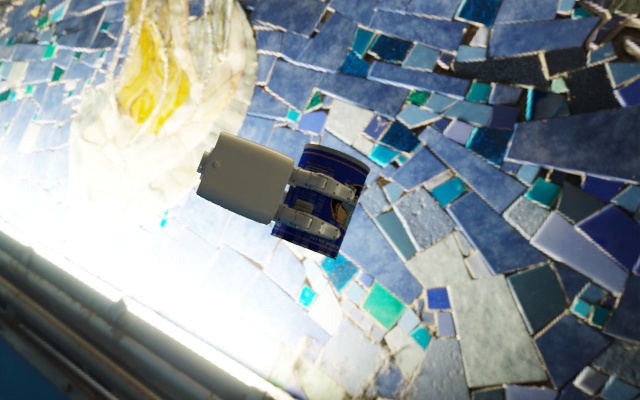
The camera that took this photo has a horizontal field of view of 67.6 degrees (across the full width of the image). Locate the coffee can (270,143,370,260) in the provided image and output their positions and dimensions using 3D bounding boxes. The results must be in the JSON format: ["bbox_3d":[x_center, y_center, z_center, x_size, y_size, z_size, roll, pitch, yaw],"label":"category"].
[{"bbox_3d":[0.000,0.002,0.689,0.103,0.140,0.103,21,-5,2],"label":"coffee can"}]
